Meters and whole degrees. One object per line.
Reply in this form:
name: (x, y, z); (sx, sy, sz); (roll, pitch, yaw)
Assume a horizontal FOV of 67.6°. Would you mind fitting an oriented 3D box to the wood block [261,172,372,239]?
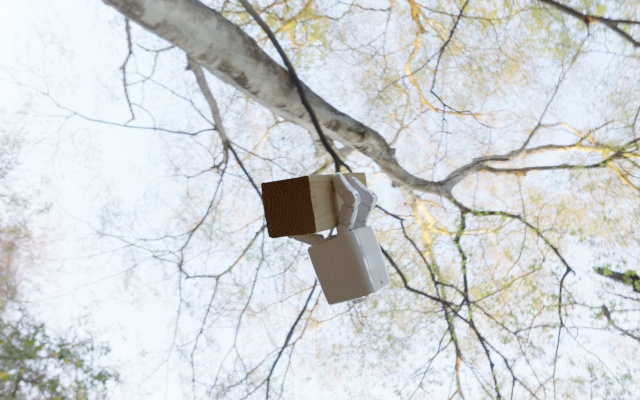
wood block: (0.000, 0.003, 0.811); (0.091, 0.090, 0.206); (-8, 0, 29)
